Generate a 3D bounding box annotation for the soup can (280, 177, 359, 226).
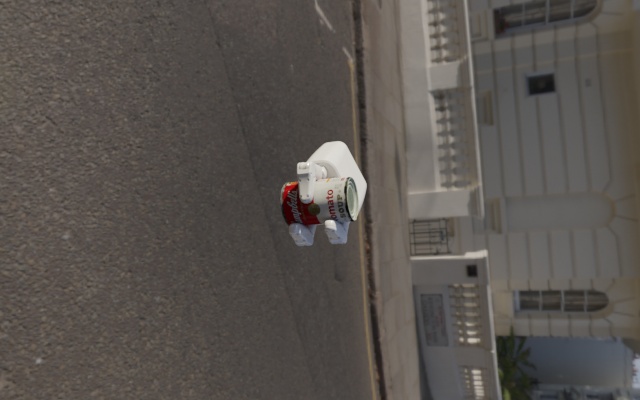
[{"bbox_3d":[0.000,0.002,0.713,0.102,0.068,0.068,-5,-2,19],"label":"soup can"}]
